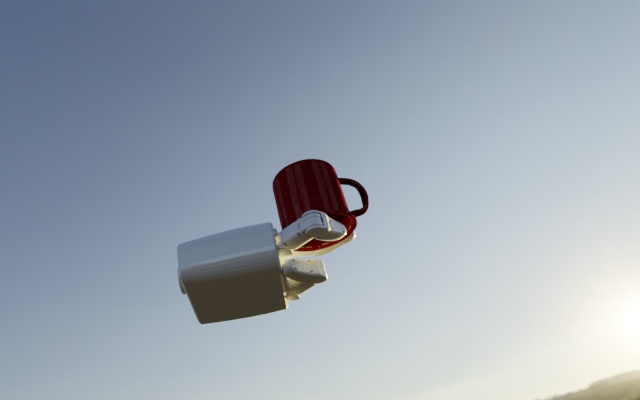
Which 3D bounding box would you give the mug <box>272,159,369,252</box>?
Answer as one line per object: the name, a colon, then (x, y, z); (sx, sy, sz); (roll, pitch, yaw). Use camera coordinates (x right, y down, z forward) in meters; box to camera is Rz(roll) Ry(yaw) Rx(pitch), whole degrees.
mug: (0.001, 0.001, 0.576); (0.117, 0.081, 0.093); (-12, -30, -7)
